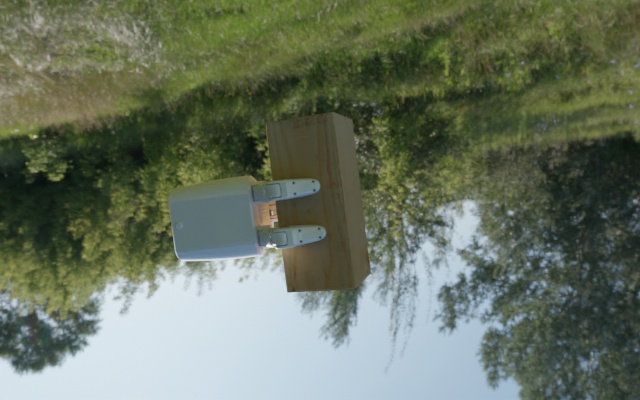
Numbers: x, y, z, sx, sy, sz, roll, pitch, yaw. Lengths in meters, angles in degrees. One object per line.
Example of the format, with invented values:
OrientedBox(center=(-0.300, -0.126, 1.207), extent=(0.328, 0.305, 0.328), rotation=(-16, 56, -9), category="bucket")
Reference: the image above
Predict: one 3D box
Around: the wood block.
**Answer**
OrientedBox(center=(0.000, 0.002, 0.602), extent=(0.090, 0.206, 0.091), rotation=(-6, 2, 18), category="wood block")
